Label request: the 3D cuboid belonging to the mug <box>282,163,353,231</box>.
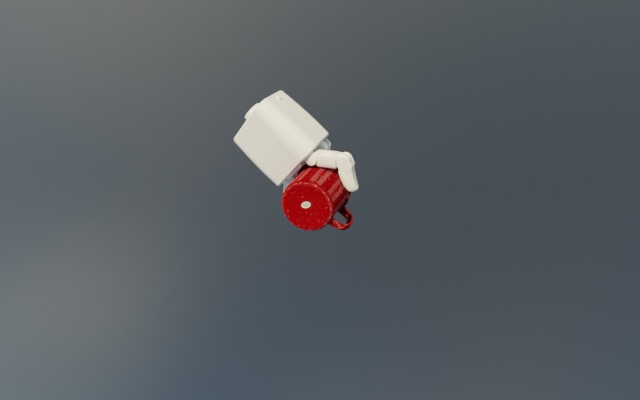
[{"bbox_3d":[0.001,0.003,0.728,0.093,0.117,0.081,-46,3,30],"label":"mug"}]
